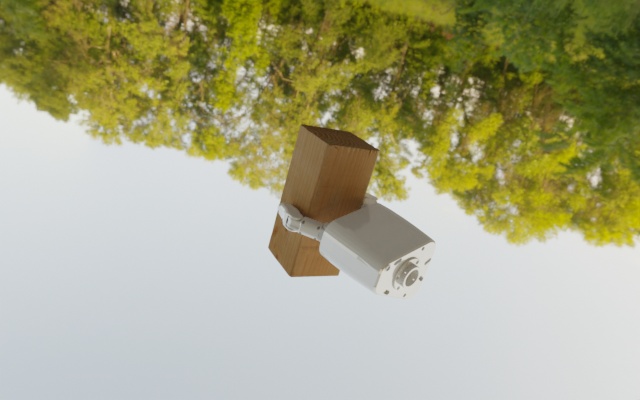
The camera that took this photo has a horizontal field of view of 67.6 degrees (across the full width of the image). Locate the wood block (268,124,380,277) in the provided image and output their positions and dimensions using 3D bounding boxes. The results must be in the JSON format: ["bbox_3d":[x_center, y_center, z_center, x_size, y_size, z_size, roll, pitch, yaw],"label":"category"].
[{"bbox_3d":[0.000,0.003,0.712,0.091,0.206,0.090,4,23,-32],"label":"wood block"}]
